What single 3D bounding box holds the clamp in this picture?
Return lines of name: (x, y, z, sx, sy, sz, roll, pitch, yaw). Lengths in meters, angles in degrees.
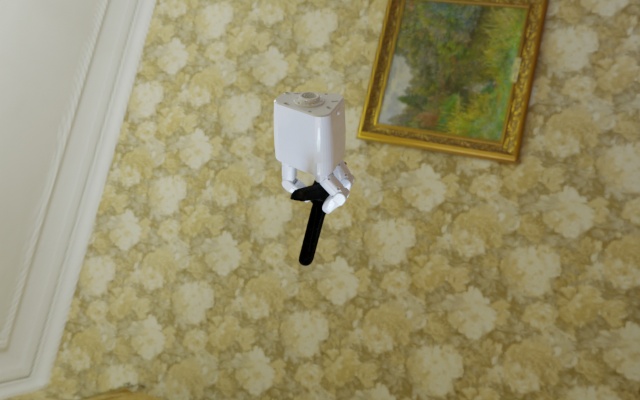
clamp: (0.000, 0.002, 0.852, 0.036, 0.165, 0.210, 13, 38, 17)
